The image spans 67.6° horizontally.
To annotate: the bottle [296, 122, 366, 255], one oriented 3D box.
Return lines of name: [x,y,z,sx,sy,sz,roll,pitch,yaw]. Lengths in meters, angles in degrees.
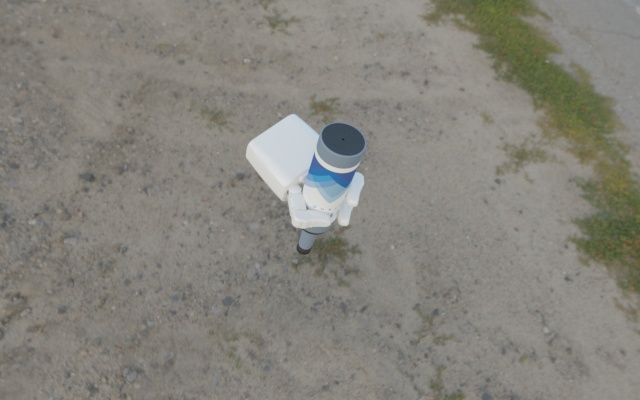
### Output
bottle: [0.000,0.002,0.771,0.069,0.069,0.296,0,-36,-15]
